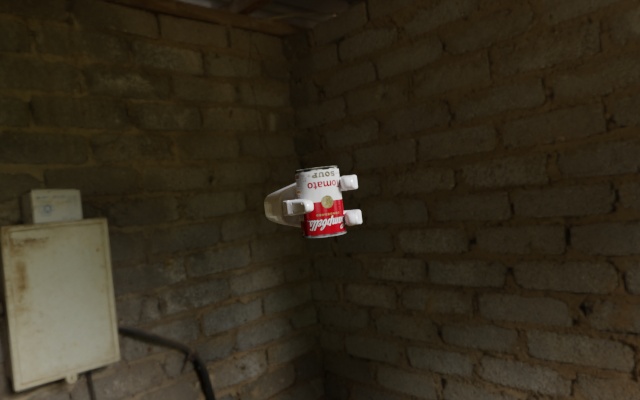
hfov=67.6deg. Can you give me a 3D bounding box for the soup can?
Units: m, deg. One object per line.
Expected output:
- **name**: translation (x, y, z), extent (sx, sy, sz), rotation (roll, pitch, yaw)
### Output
- **soup can**: translation (0.000, 0.002, 0.722), extent (0.068, 0.102, 0.068), rotation (-7, 1, 0)
